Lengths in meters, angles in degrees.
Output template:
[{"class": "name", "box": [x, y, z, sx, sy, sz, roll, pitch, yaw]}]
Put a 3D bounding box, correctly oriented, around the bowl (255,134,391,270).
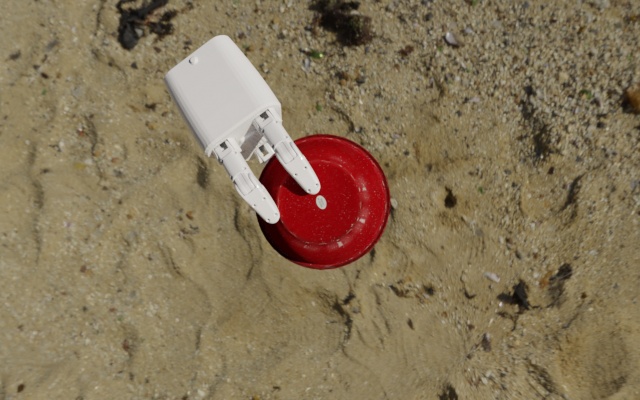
[{"class": "bowl", "box": [0.001, 0.003, 0.541, 0.162, 0.162, 0.055, 0, 0, 4]}]
